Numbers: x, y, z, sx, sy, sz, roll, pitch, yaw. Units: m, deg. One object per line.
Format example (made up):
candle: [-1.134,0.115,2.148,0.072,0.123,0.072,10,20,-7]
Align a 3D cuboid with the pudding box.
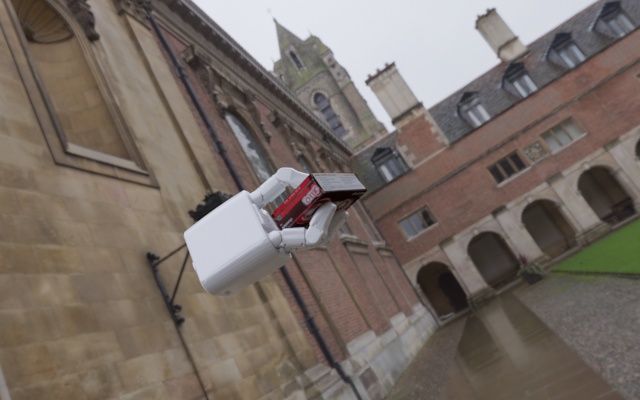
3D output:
pudding box: [0.000,0.002,0.655,0.090,0.039,0.113,-44,-19,29]
